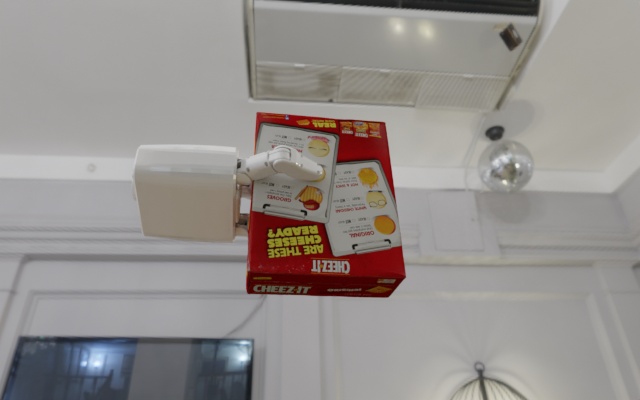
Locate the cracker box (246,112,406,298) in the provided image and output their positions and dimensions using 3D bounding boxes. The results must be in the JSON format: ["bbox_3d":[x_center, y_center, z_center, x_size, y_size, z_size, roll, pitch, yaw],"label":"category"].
[{"bbox_3d":[0.000,0.002,0.557,0.164,0.213,0.072,3,-32,-8],"label":"cracker box"}]
